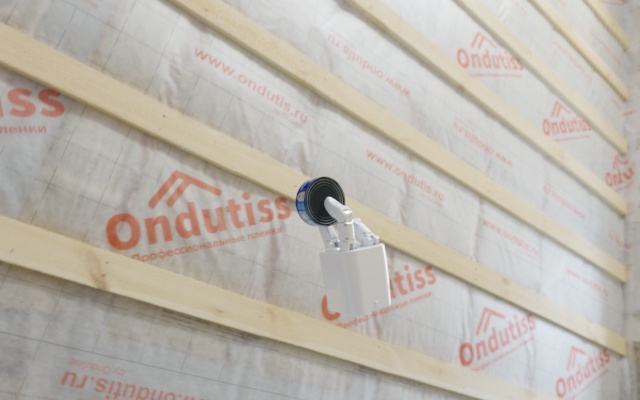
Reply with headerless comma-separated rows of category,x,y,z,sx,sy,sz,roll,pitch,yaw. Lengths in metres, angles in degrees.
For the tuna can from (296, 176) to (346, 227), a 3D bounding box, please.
tuna can,0.000,0.003,0.824,0.086,0.086,0.034,0,-4,-36
